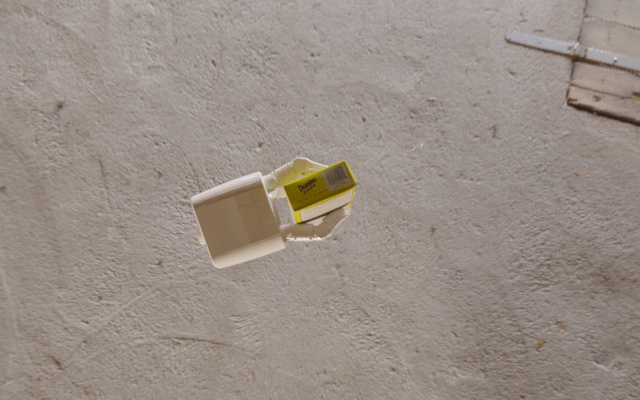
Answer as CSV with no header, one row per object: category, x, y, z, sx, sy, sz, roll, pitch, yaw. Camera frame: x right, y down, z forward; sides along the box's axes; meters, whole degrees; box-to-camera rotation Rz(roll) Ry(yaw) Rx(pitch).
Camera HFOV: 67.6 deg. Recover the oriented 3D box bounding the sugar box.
sugar box,0.000,0.002,0.708,0.093,0.048,0.176,-23,-11,-6
